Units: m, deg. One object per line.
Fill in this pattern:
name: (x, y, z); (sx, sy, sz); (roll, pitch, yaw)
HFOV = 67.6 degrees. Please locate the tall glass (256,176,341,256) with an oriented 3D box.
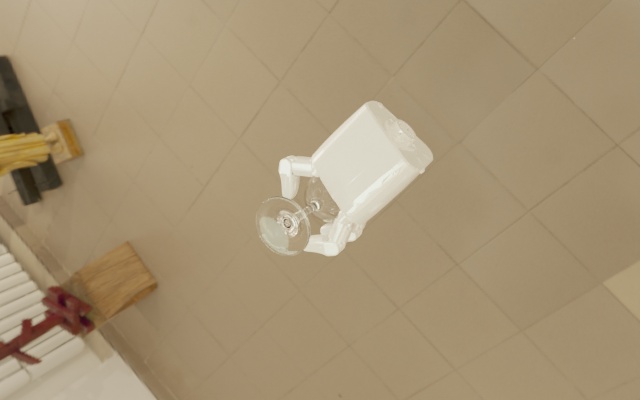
tall glass: (0.000, 0.002, 0.644); (0.079, 0.079, 0.201); (0, 17, 28)
